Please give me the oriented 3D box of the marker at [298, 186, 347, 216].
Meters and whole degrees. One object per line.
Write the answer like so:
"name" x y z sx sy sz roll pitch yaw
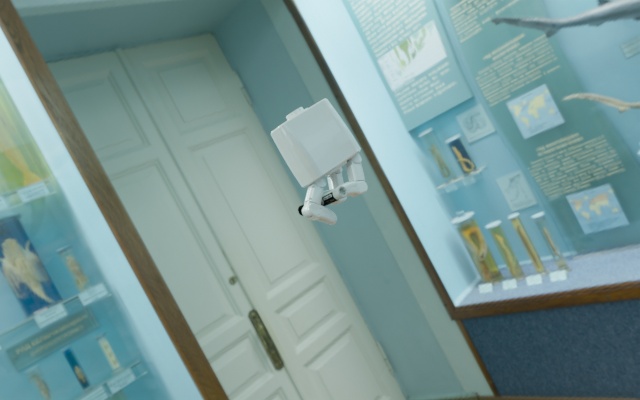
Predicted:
"marker" 0.000 0.003 0.785 0.020 0.020 0.121 0 -16 -37
